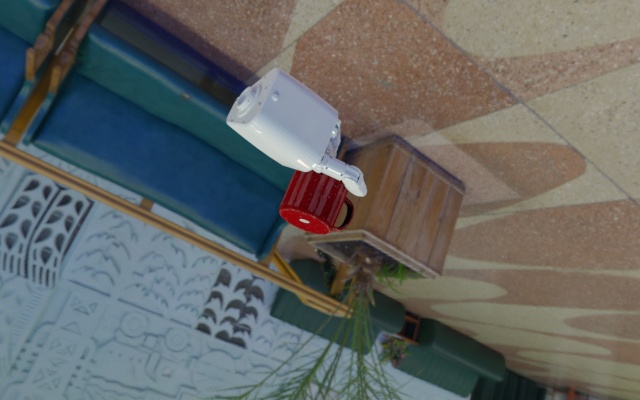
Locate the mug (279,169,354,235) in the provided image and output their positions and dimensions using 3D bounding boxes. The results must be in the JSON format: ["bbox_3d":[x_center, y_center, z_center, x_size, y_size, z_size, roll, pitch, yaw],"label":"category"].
[{"bbox_3d":[0.001,0.003,0.691,0.117,0.081,0.093,34,-23,-30],"label":"mug"}]
